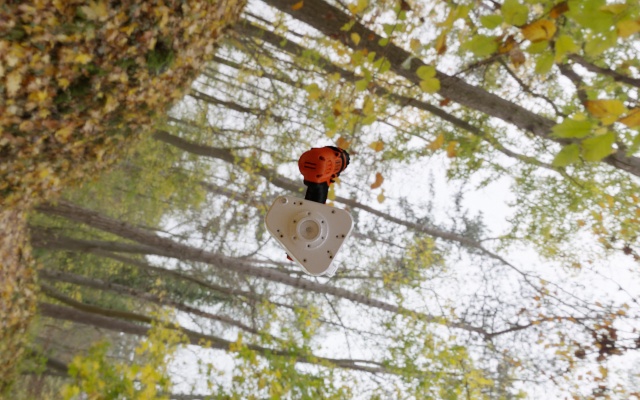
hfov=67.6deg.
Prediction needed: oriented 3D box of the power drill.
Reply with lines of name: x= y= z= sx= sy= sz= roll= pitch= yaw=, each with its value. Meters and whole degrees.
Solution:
power drill: x=0.000 y=0.003 z=0.784 sx=0.057 sy=0.188 sz=0.184 roll=11 pitch=10 yaw=17
